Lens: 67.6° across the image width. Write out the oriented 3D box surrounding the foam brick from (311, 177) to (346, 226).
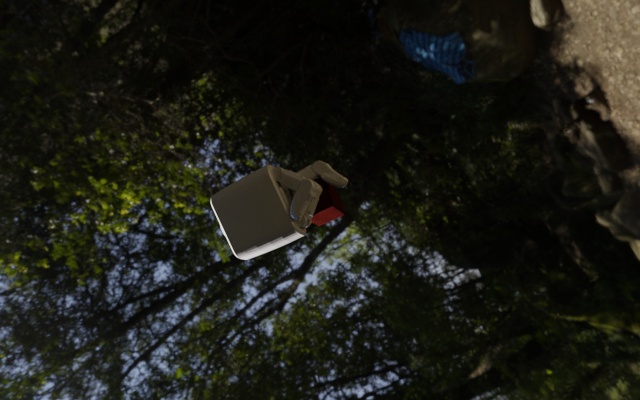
[{"bbox_3d":[0.000,0.003,0.764,0.051,0.053,0.078,-26,-18,11],"label":"foam brick"}]
